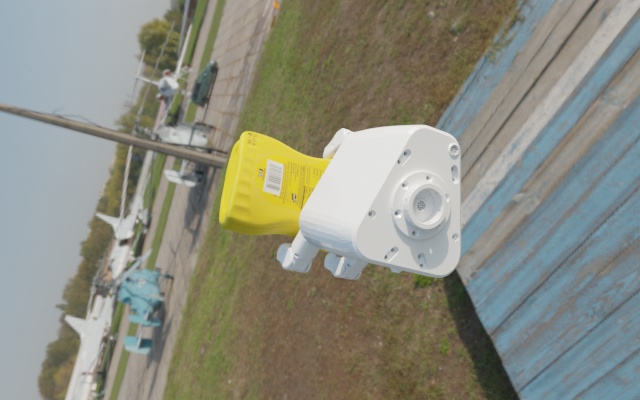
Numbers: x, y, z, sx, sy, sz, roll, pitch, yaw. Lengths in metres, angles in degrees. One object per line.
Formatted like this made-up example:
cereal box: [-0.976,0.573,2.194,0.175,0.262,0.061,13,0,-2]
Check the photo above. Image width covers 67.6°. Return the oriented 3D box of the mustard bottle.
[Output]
mustard bottle: [0.000,0.002,0.486,0.191,0.096,0.058,15,-26,-21]
